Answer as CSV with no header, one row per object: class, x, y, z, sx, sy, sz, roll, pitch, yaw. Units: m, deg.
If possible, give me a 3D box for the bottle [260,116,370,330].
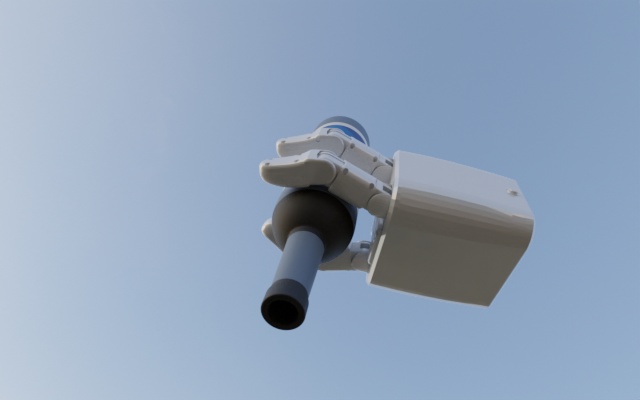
bottle,0.000,0.001,0.410,0.069,0.069,0.295,0,26,10
